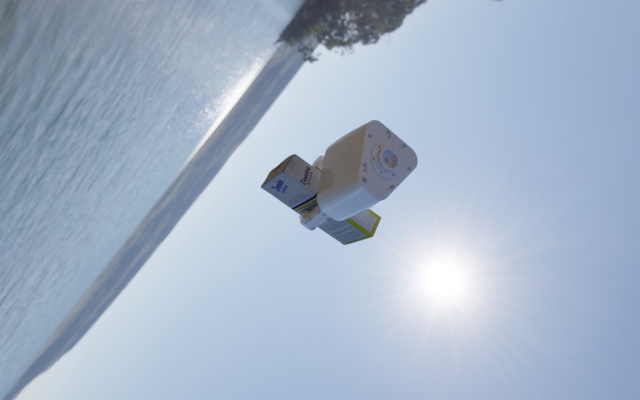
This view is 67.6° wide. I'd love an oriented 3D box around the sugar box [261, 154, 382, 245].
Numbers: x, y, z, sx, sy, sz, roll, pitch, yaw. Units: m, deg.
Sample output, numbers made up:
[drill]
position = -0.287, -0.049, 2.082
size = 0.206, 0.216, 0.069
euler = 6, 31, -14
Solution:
[sugar box]
position = 0.001, 0.002, 0.759
size = 0.176, 0.048, 0.093
euler = 38, -29, -15
